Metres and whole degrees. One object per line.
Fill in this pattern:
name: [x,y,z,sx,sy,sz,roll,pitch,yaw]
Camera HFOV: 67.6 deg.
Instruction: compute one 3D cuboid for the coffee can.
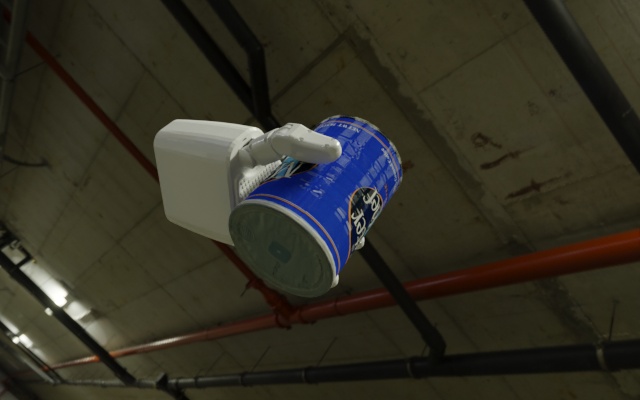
coffee can: [0.000,0.001,0.434,0.103,0.103,0.140,0,37,39]
